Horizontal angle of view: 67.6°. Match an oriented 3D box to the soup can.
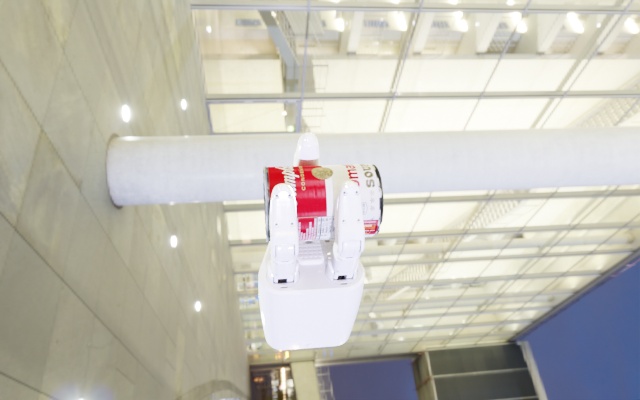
[{"bbox_3d":[0.000,0.001,0.434,0.102,0.068,0.068,-2,0,-7],"label":"soup can"}]
